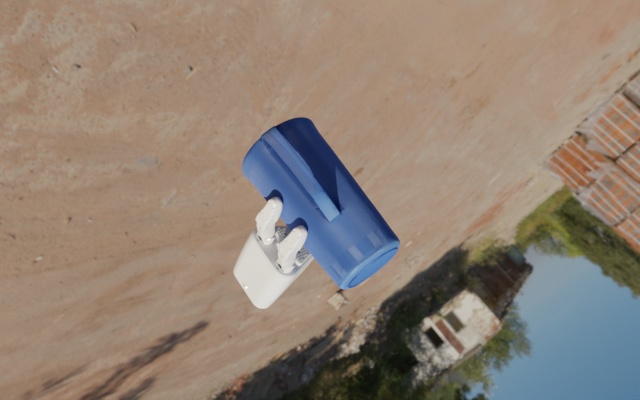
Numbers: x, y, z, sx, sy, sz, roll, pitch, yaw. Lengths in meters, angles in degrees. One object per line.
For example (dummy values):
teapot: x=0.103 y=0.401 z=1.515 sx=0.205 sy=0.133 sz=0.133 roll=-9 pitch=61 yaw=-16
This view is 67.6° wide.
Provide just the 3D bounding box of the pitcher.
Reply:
pitcher: x=0.000 y=0.002 z=0.691 sx=0.149 sy=0.242 sz=0.145 roll=-18 pitch=-27 yaw=-46
